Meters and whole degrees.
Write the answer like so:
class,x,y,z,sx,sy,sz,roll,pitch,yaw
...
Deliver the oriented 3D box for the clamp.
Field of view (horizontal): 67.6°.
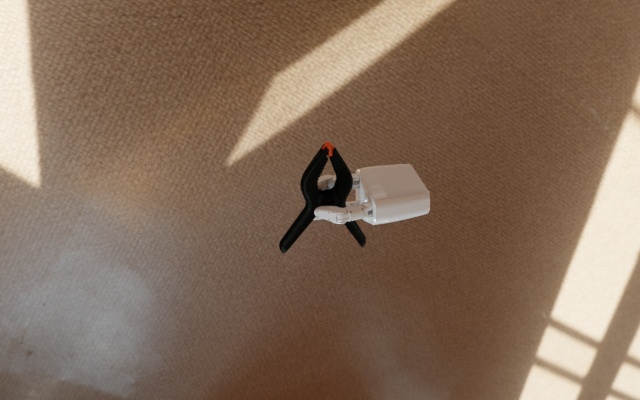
class,x,y,z,sx,sy,sz,roll,pitch,yaw
clamp,0.001,0.003,0.850,0.164,0.210,0.036,-10,24,-13
